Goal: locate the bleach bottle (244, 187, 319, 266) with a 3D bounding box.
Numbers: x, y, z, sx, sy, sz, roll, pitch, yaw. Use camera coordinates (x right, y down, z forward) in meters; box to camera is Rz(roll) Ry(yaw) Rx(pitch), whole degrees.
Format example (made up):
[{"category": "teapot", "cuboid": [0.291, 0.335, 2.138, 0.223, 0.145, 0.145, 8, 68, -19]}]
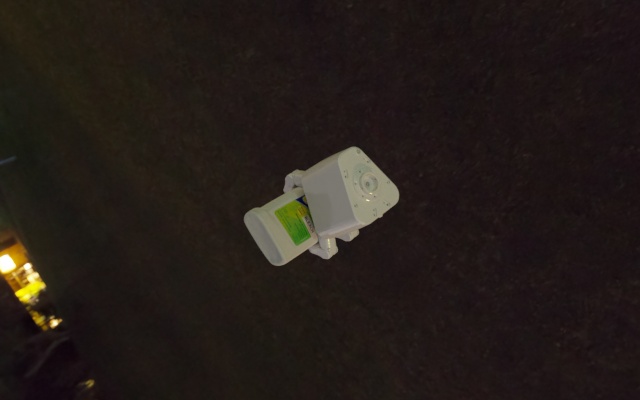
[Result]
[{"category": "bleach bottle", "cuboid": [0.000, 0.003, 0.802, 0.250, 0.102, 0.068, -35, 7, -32]}]
